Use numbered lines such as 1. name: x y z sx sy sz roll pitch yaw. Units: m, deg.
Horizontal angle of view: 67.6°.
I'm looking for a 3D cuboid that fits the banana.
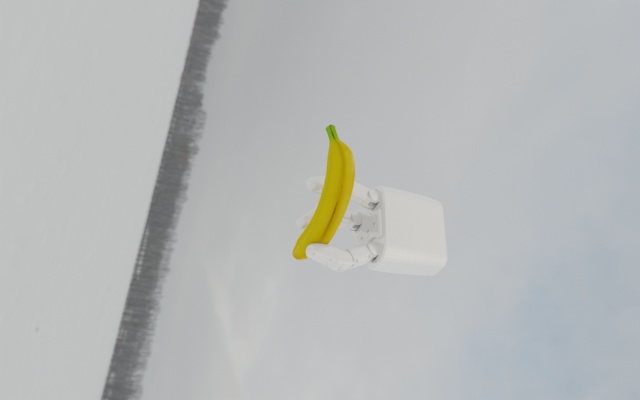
1. banana: 0.007 0.008 0.615 0.037 0.198 0.069 7 25 -24
